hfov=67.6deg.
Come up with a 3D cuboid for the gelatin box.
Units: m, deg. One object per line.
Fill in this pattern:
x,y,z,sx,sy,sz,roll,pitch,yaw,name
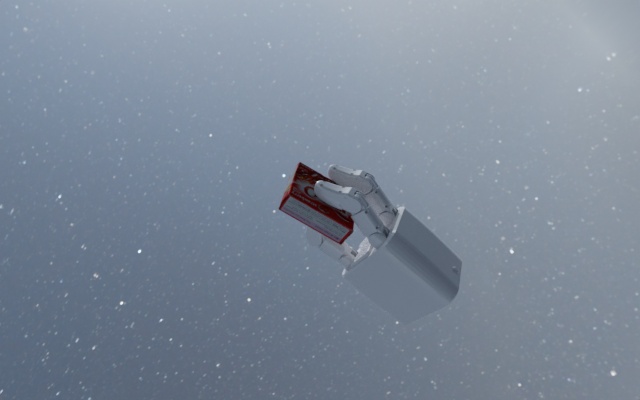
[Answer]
0.000,0.002,0.573,0.089,0.030,0.073,30,34,-11,gelatin box
